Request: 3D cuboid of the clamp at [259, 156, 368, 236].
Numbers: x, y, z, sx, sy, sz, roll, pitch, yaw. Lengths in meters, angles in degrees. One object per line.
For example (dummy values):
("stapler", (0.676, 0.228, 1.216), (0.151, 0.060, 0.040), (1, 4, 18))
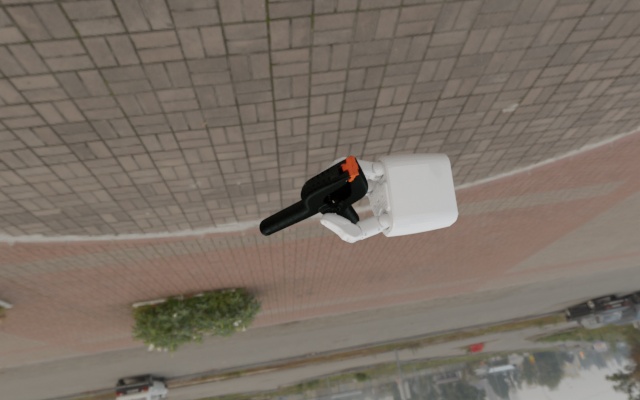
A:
("clamp", (0.001, 0.003, 0.678), (0.164, 0.036, 0.210), (-8, -22, -15))
